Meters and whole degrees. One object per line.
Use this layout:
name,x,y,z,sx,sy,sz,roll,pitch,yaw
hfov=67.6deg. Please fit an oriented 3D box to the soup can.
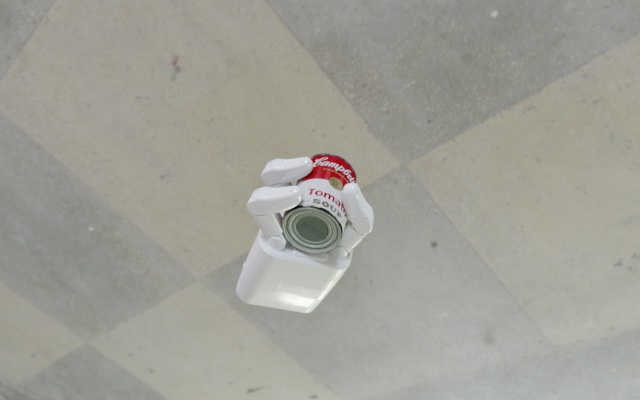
soup can,0.000,0.002,0.538,0.068,0.069,0.102,0,38,14
